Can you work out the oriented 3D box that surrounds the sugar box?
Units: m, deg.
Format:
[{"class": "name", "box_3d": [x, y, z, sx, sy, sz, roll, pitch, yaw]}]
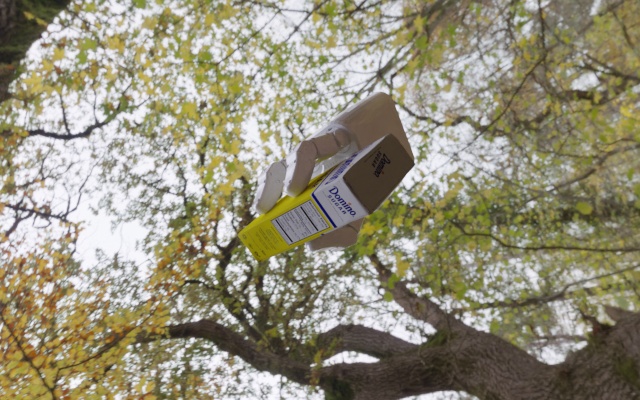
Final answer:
[{"class": "sugar box", "box_3d": [0.000, 0.001, 0.471, 0.176, 0.048, 0.093, -32, 8, 46]}]
